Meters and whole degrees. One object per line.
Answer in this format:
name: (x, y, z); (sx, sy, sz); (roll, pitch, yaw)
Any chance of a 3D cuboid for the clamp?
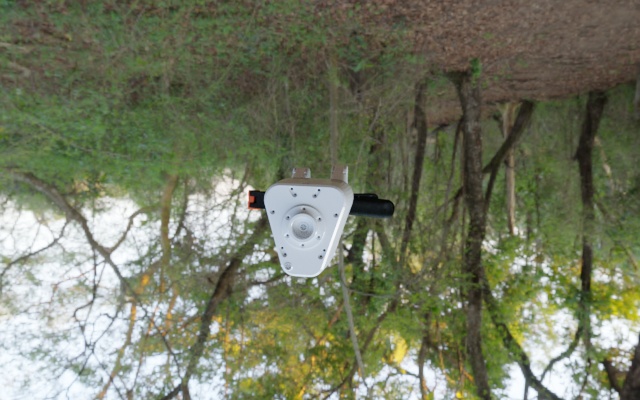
clamp: (0.000, 0.003, 0.709); (0.210, 0.036, 0.164); (3, 3, 6)
